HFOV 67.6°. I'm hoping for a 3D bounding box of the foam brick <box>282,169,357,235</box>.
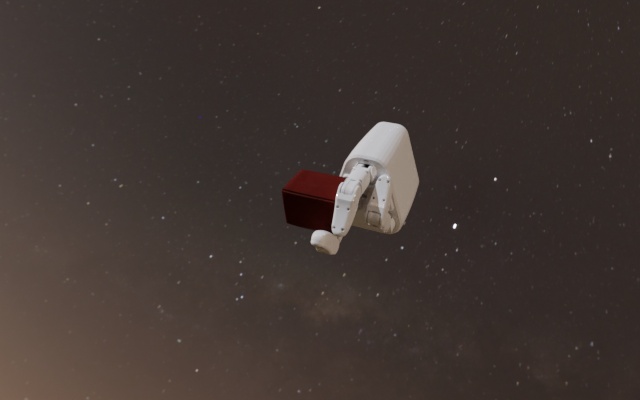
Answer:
[{"bbox_3d":[0.000,0.002,0.585,0.078,0.053,0.051,13,40,20],"label":"foam brick"}]
